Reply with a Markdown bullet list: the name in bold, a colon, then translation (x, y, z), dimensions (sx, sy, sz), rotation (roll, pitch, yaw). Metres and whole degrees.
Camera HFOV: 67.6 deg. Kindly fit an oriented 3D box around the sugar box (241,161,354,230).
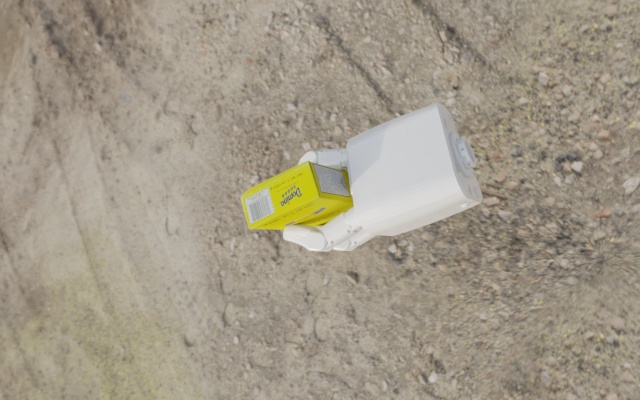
- **sugar box**: translation (0.000, 0.002, 0.551), dimensions (0.093, 0.048, 0.176), rotation (-24, -18, 27)
